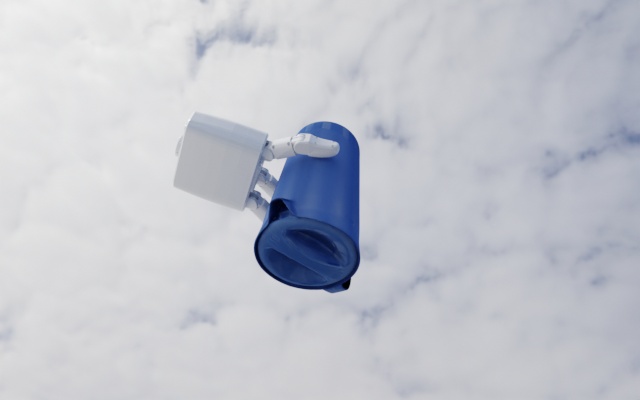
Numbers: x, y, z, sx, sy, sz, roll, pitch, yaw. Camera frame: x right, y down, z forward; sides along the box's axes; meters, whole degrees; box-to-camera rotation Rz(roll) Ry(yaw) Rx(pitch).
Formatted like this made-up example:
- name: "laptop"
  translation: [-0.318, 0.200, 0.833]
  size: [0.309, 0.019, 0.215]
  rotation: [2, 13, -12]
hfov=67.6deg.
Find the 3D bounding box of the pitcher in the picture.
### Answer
- name: "pitcher"
  translation: [0.000, 0.002, 0.679]
  size: [0.145, 0.149, 0.242]
  rotation: [17, 42, -6]
